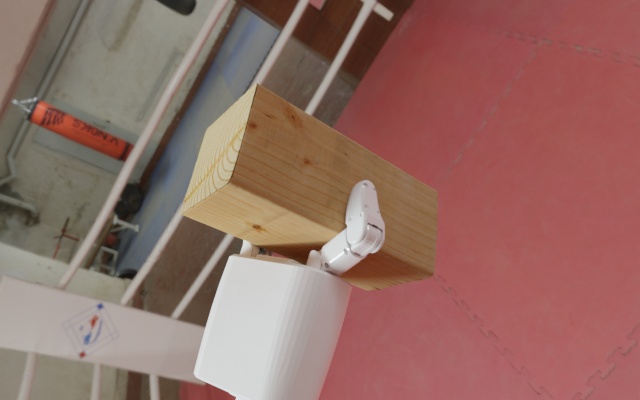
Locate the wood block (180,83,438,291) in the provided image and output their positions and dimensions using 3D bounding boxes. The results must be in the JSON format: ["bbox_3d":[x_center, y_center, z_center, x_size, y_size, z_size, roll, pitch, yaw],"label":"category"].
[{"bbox_3d":[0.000,0.002,0.421,0.206,0.090,0.091,27,-32,-29],"label":"wood block"}]
